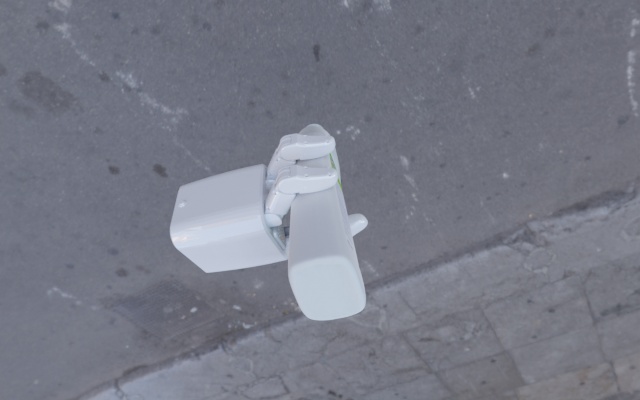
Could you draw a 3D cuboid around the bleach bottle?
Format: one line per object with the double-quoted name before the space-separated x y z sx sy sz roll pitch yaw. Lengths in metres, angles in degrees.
"bleach bottle" 0.000 0.002 0.545 0.068 0.103 0.250 -11 43 6
